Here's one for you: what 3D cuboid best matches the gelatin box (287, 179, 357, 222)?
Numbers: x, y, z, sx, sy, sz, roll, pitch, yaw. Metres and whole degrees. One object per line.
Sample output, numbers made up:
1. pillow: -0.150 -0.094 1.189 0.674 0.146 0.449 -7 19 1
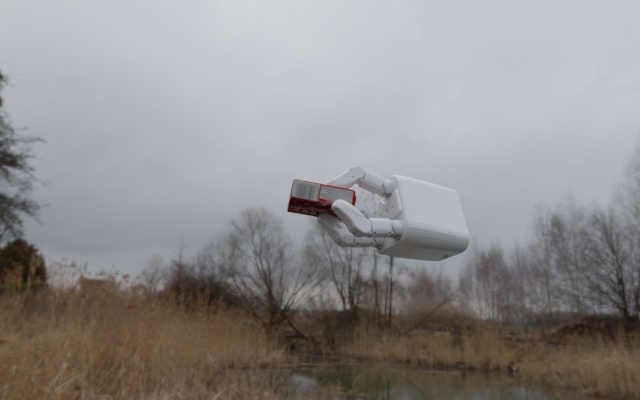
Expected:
1. gelatin box: 0.000 0.002 0.675 0.089 0.030 0.073 11 -18 -4
